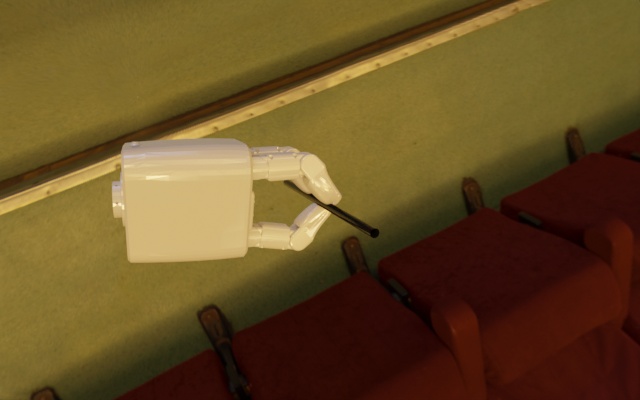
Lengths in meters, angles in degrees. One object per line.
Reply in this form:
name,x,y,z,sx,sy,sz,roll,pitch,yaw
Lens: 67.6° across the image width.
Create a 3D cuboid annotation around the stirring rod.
stirring rod,0.000,0.002,0.481,0.011,0.011,0.239,0,11,-21
